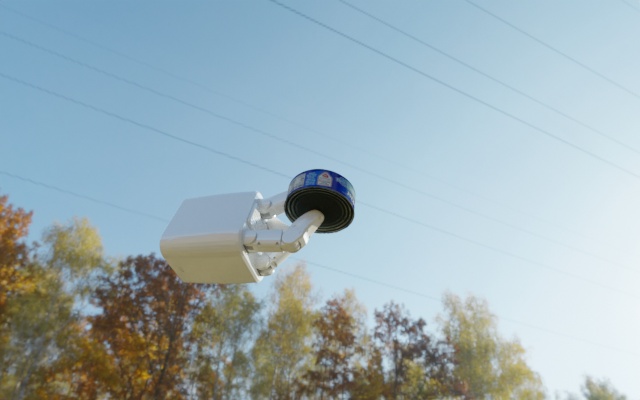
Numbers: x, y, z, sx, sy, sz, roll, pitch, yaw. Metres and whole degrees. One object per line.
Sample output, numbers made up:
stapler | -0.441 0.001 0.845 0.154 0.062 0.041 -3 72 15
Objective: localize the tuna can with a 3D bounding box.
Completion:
tuna can | 0.000 0.001 0.584 0.086 0.033 0.086 5 -41 5
